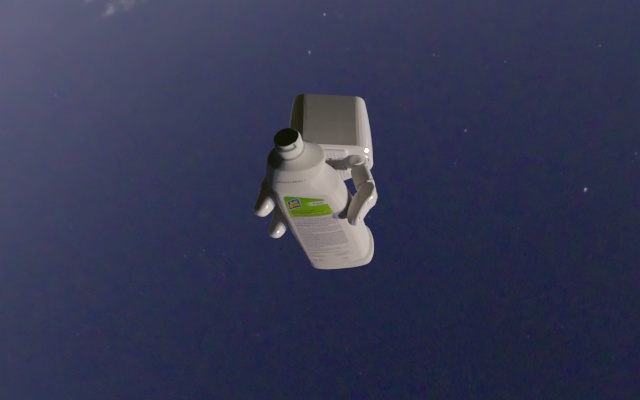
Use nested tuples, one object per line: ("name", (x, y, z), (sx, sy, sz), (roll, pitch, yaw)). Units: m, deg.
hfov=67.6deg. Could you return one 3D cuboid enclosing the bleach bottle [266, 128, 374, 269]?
("bleach bottle", (0.000, 0.002, 0.614), (0.102, 0.068, 0.251), (-8, -37, 11))
